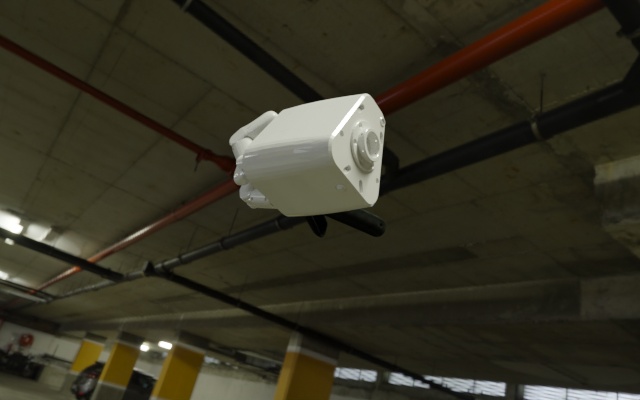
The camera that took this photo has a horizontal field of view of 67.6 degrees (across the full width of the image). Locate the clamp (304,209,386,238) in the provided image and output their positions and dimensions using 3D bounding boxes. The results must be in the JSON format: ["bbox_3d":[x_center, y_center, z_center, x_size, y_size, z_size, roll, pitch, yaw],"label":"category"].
[{"bbox_3d":[0.000,0.001,0.586,0.120,0.039,0.171,-5,-32,36],"label":"clamp"}]
